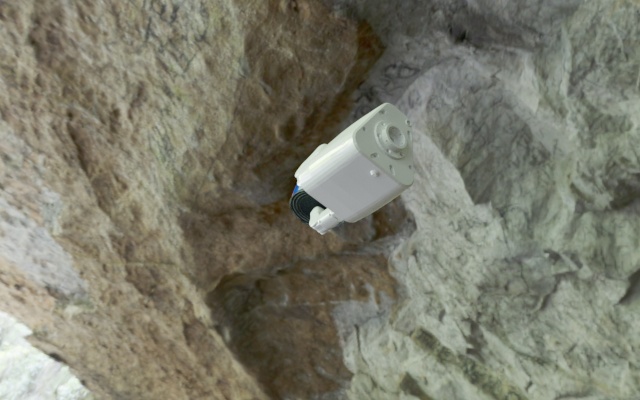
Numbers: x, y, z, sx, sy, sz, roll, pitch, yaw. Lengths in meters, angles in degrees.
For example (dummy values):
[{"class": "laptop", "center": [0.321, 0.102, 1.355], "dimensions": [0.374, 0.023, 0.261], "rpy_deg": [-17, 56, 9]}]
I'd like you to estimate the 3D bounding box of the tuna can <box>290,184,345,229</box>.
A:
[{"class": "tuna can", "center": [0.000, 0.002, 0.699], "dimensions": [0.086, 0.033, 0.086], "rpy_deg": [11, -40, 9]}]
